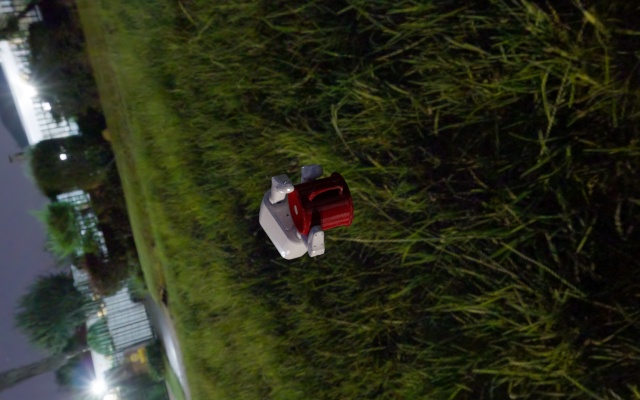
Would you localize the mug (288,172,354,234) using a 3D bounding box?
[{"bbox_3d":[0.000,0.002,0.763,0.081,0.093,0.117,-14,-19,-19],"label":"mug"}]
